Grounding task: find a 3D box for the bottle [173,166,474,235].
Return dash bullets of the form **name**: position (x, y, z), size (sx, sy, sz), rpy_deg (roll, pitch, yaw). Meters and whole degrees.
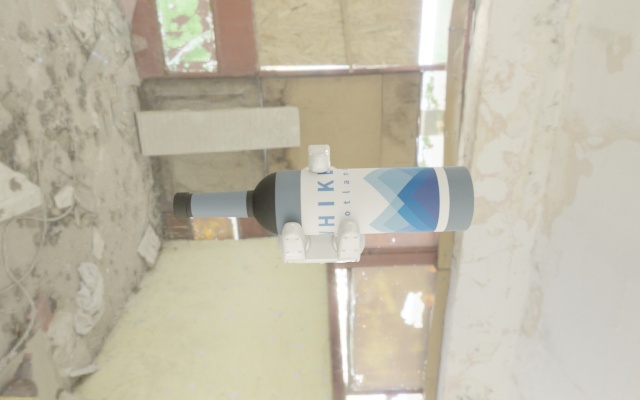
- **bottle**: position (0.000, 0.002, 0.489), size (0.296, 0.069, 0.069), rpy_deg (-1, 0, 0)
